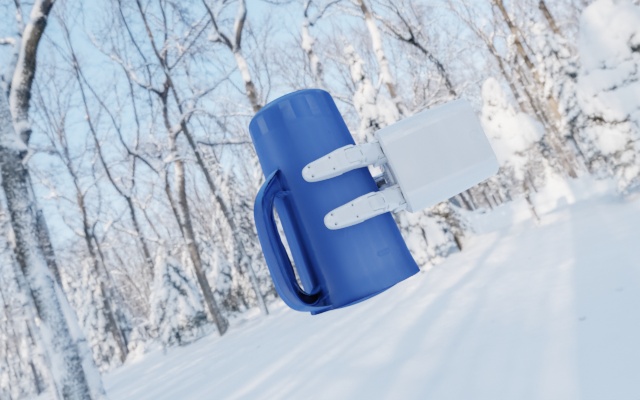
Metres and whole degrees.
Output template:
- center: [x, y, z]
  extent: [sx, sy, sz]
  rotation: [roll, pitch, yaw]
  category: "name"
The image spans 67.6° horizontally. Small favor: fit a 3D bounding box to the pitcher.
- center: [0.000, 0.002, 0.546]
  extent: [0.145, 0.243, 0.149]
  rotation: [-24, -8, 3]
  category: "pitcher"
